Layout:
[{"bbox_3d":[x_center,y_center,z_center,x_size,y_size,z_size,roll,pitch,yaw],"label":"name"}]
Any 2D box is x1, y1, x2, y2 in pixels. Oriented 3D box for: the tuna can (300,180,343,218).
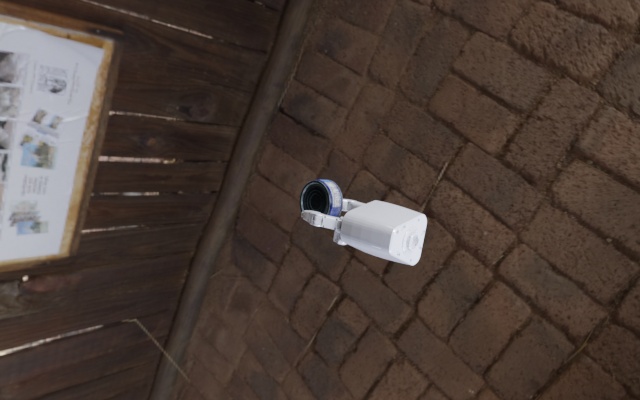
[{"bbox_3d":[0.000,0.003,0.899,0.034,0.086,0.086,0,0,-45],"label":"tuna can"}]
